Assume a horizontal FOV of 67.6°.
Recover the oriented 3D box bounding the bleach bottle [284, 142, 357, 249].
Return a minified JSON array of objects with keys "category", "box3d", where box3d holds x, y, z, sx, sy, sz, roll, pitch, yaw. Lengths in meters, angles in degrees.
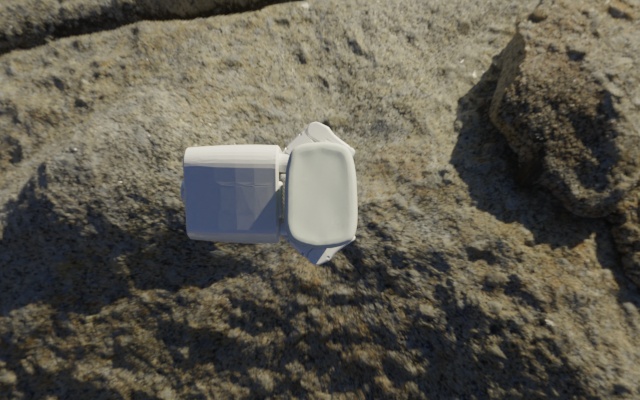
[{"category":"bleach bottle","box3d":[0.000,0.002,0.558,0.068,0.102,0.251,0,-4,0]}]
